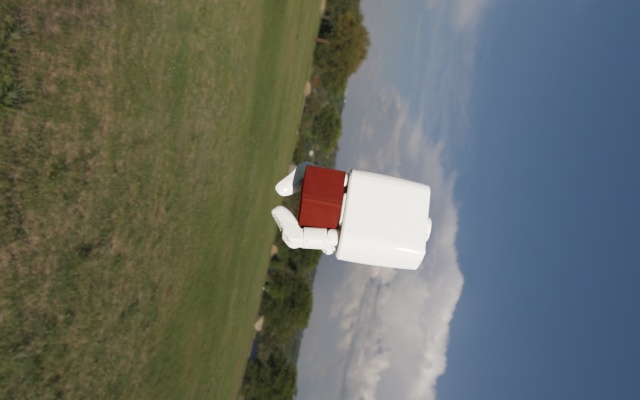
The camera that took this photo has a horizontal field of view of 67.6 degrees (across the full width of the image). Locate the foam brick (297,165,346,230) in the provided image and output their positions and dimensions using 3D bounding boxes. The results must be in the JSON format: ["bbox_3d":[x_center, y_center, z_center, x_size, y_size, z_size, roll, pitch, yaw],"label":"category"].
[{"bbox_3d":[0.000,0.002,0.599,0.051,0.053,0.078,10,-36,0],"label":"foam brick"}]
